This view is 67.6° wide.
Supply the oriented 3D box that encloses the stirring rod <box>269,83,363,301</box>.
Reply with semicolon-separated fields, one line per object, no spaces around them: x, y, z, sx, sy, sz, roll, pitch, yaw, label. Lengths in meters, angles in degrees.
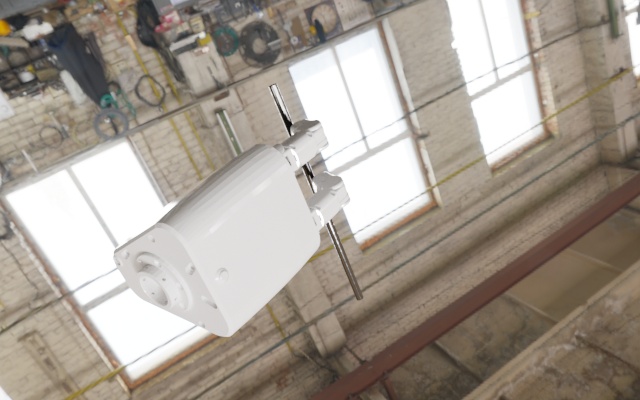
0.000;0.001;0.466;0.011;0.240;0.011;-19;23;8;stirring rod
